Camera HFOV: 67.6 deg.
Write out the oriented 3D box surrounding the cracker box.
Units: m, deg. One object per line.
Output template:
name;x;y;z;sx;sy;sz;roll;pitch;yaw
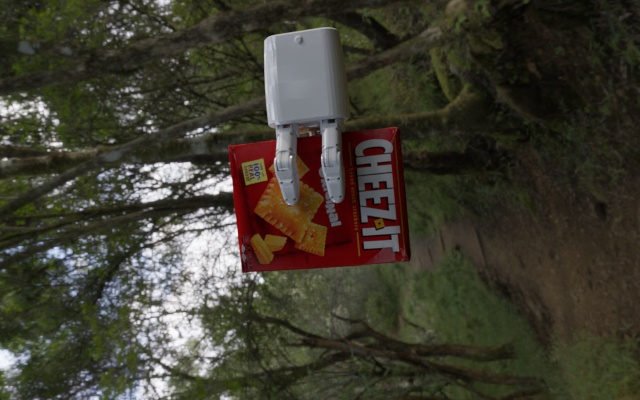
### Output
cracker box;0.000;0.002;0.603;0.214;0.164;0.072;-5;0;10
